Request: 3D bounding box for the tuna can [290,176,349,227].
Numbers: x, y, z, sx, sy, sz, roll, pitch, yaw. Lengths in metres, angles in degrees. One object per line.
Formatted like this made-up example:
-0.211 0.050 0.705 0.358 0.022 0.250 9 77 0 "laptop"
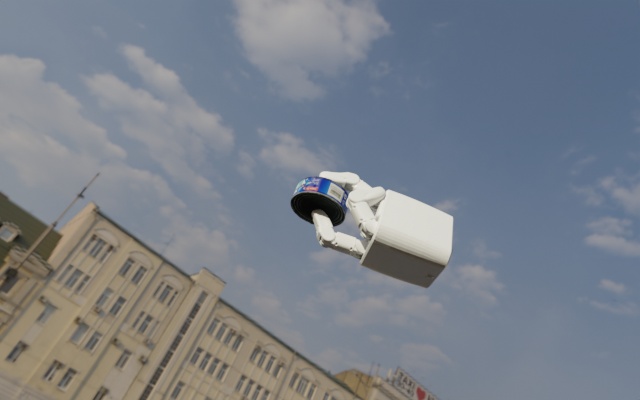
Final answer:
0.000 0.002 0.724 0.086 0.033 0.086 13 -34 9 "tuna can"
